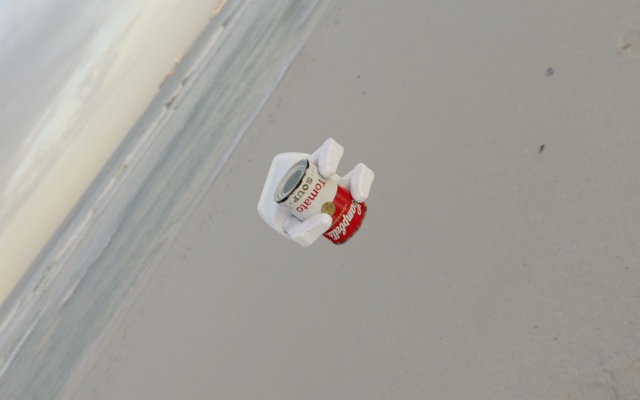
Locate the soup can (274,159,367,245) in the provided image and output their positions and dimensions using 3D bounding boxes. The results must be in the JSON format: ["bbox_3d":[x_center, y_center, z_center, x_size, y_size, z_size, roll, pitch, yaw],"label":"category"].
[{"bbox_3d":[0.000,0.002,0.608,0.102,0.068,0.068,36,-15,-22],"label":"soup can"}]
